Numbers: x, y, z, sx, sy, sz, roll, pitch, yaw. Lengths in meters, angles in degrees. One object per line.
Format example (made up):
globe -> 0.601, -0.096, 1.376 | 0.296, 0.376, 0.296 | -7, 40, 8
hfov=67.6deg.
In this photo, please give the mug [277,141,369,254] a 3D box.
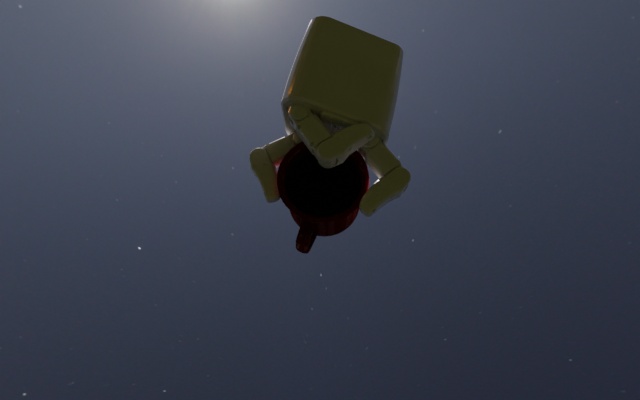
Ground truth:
mug -> 0.000, 0.003, 0.512 | 0.093, 0.117, 0.081 | 15, -18, 7
